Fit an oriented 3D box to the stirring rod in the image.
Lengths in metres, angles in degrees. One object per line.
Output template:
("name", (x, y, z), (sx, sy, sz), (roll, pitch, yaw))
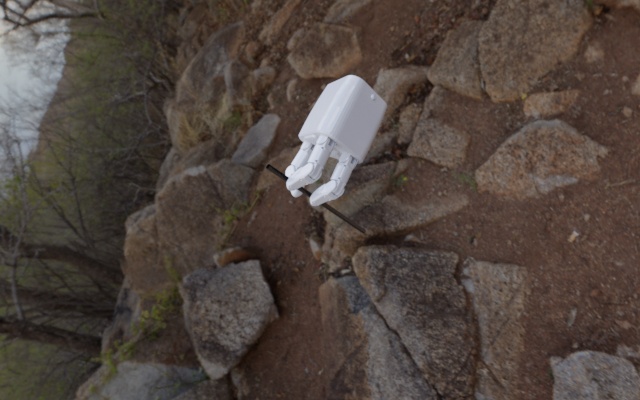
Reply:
("stirring rod", (0.000, 0.003, 0.781), (0.011, 0.011, 0.240), (0, -26, 46))
